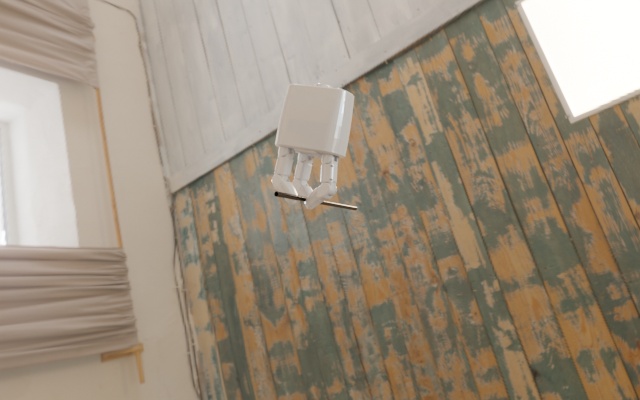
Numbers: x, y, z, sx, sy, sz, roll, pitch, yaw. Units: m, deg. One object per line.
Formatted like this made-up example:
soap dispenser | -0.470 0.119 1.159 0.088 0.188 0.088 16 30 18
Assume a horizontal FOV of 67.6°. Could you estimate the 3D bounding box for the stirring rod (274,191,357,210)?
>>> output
stirring rod | 0.000 0.003 0.826 0.011 0.011 0.239 0 -6 34
